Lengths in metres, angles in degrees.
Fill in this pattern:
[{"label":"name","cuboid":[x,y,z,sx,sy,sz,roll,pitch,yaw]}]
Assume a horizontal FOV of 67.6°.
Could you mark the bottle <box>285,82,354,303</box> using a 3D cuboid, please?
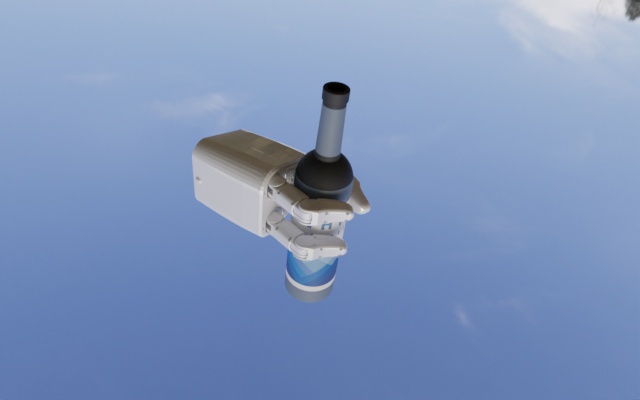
[{"label":"bottle","cuboid":[0.000,0.002,0.559,0.069,0.296,0.069,5,40,-4]}]
